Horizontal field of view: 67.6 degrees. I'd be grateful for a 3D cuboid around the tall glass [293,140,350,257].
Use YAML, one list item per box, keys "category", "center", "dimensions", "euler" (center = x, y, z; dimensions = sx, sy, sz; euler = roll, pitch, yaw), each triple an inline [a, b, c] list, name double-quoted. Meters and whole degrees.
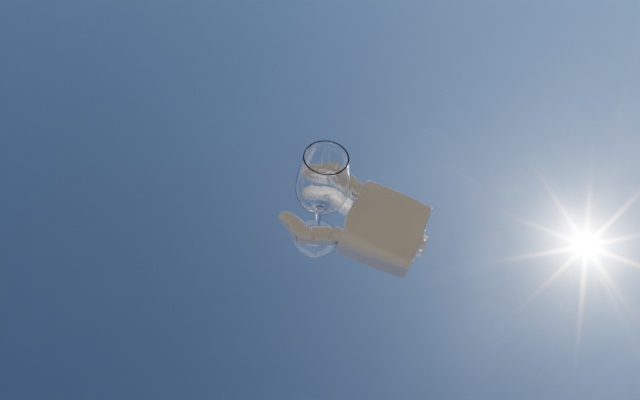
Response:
- category: "tall glass"
  center: [0.000, 0.003, 0.707]
  dimensions: [0.079, 0.079, 0.201]
  euler: [0, -37, -5]
